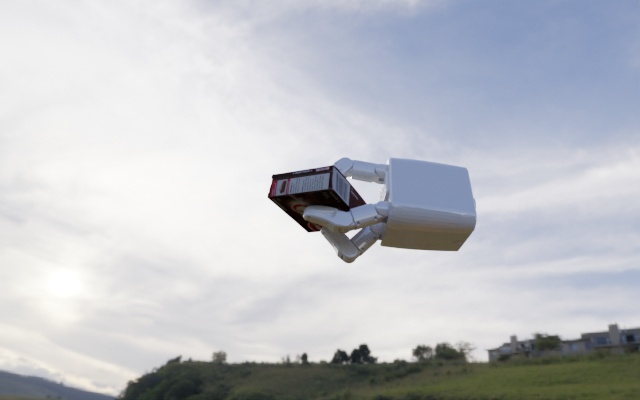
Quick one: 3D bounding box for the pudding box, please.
[{"bbox_3d":[0.000,0.002,0.611,0.090,0.039,0.113,-8,-32,26],"label":"pudding box"}]
